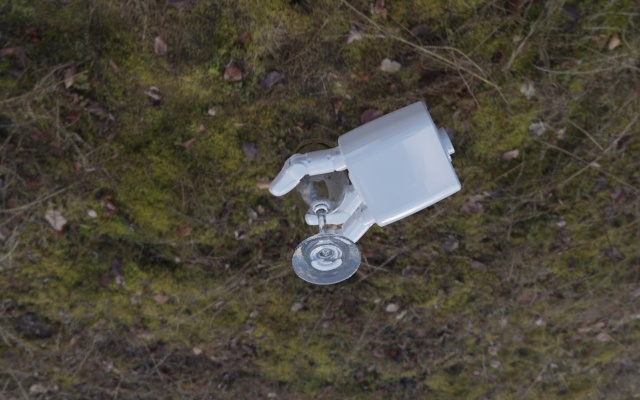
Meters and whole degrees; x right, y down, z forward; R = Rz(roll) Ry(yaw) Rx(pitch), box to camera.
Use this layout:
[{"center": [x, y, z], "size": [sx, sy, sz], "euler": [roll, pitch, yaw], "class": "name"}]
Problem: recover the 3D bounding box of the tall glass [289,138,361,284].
[{"center": [0.000, 0.002, 0.581], "size": [0.079, 0.079, 0.200], "euler": [0, 38, -5], "class": "tall glass"}]
